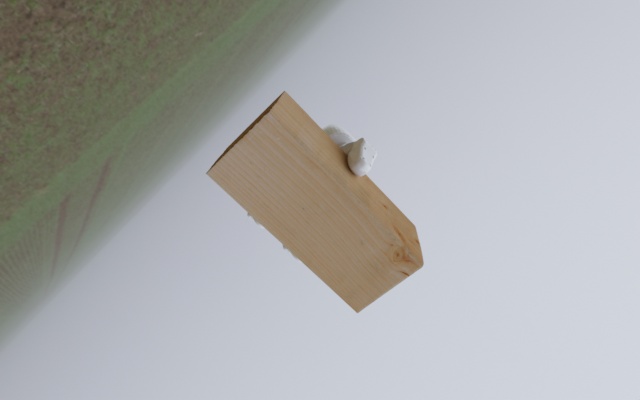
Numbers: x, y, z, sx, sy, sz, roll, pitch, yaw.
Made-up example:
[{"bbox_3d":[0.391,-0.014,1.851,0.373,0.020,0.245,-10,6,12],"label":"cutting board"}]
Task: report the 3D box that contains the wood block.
[{"bbox_3d":[0.000,0.001,0.485,0.091,0.206,0.090,-41,15,20],"label":"wood block"}]
